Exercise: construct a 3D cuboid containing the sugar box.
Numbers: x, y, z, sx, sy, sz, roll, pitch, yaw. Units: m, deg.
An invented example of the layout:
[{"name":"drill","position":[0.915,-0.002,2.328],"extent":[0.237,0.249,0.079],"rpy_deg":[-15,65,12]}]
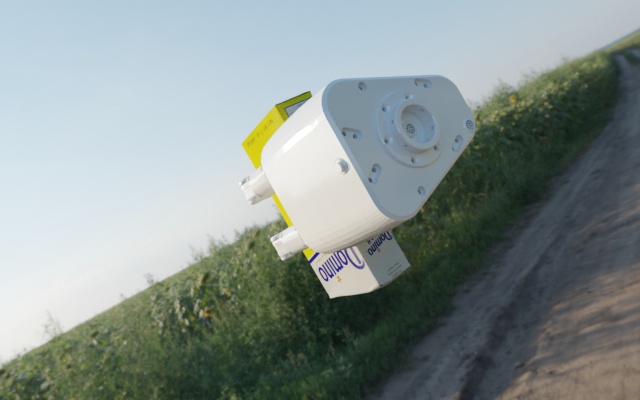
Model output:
[{"name":"sugar box","position":[0.000,0.002,0.436],"extent":[0.048,0.176,0.093],"rpy_deg":[-28,-2,-31]}]
